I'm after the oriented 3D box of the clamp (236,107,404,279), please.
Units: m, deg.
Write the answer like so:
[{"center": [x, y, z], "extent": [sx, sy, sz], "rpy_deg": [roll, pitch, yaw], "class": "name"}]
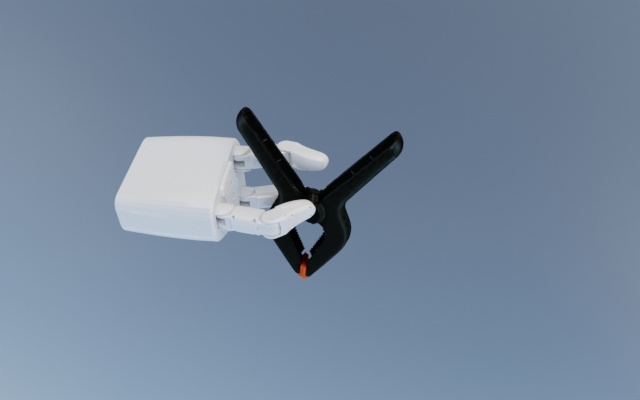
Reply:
[{"center": [0.000, 0.003, 0.514], "extent": [0.164, 0.210, 0.036], "rpy_deg": [5, 36, 9], "class": "clamp"}]
